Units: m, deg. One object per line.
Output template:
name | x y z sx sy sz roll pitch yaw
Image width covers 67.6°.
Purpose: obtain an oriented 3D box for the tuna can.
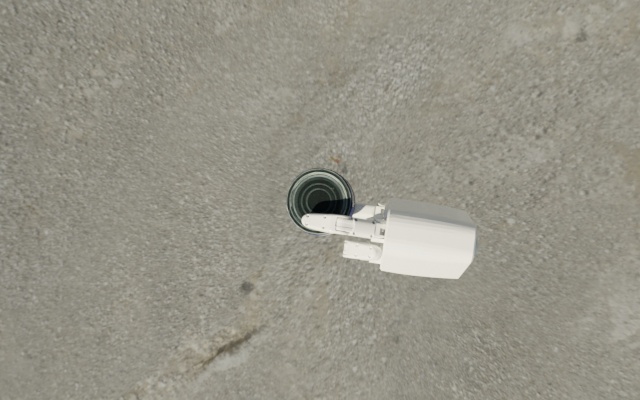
tuna can | 0.000 0.002 0.607 0.086 0.086 0.034 0 -3 10
